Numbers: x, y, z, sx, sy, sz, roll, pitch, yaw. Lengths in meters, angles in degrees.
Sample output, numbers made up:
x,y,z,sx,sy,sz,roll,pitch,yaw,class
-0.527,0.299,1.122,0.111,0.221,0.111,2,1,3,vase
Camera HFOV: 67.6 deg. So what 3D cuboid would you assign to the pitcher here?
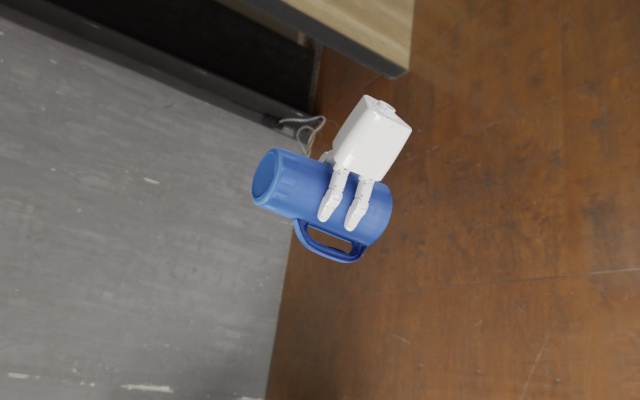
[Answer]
x,y,z,sx,sy,sz,roll,pitch,yaw,class
0.000,0.003,0.876,0.243,0.145,0.149,20,28,-28,pitcher
